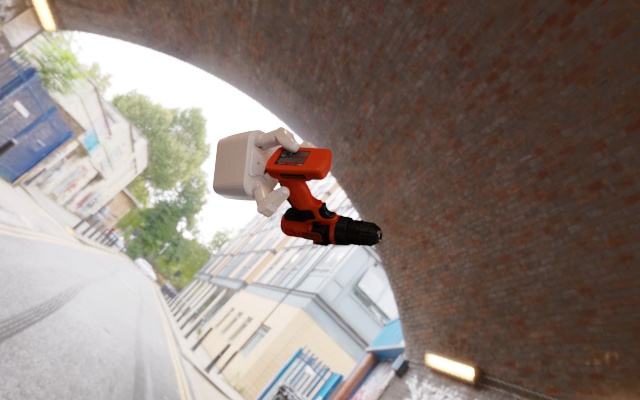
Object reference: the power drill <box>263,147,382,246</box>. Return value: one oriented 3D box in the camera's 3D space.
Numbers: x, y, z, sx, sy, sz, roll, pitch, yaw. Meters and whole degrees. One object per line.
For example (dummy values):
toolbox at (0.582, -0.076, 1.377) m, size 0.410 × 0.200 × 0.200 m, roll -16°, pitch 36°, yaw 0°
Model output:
power drill at (0.000, 0.002, 0.772) m, size 0.184 × 0.188 × 0.057 m, roll 5°, pitch 46°, yaw 23°
